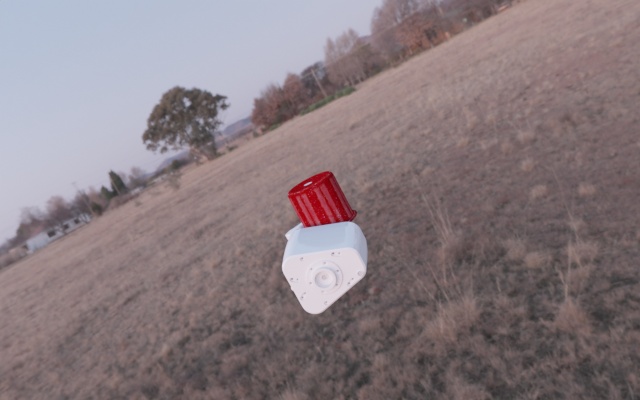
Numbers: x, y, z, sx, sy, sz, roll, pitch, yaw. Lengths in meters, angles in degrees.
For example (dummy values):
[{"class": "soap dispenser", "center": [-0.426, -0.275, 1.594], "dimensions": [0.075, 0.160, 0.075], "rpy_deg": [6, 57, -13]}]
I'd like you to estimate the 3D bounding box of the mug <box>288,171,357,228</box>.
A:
[{"class": "mug", "center": [0.000, 0.002, 0.780], "dimensions": [0.093, 0.081, 0.117], "rpy_deg": [-26, 12, 8]}]
